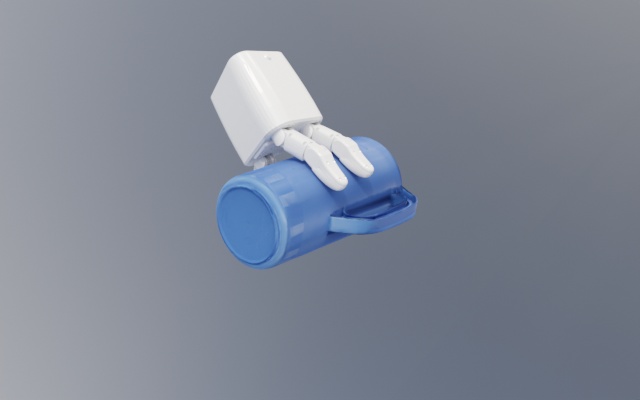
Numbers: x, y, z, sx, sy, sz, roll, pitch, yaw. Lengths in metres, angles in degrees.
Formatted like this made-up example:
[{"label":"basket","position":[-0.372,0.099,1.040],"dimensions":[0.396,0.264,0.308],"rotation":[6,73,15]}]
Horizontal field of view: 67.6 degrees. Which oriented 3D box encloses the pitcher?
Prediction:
[{"label":"pitcher","position":[0.000,0.002,0.601],"dimensions":[0.149,0.145,0.243],"rotation":[-33,-7,39]}]
